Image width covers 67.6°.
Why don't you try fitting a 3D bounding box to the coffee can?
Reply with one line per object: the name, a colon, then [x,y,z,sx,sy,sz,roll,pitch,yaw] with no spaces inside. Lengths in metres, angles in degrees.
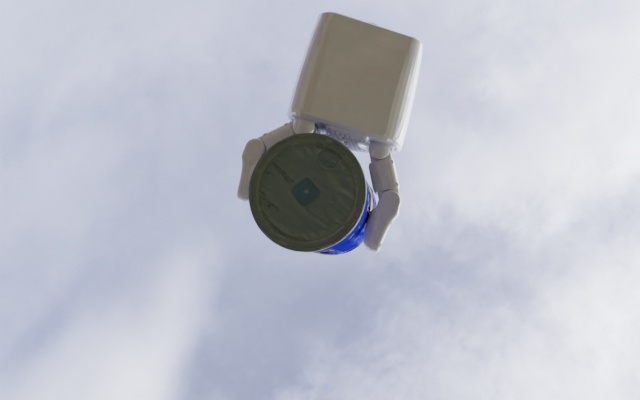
coffee can: [0.000,0.002,0.472,0.103,0.103,0.140,0,-8,10]
